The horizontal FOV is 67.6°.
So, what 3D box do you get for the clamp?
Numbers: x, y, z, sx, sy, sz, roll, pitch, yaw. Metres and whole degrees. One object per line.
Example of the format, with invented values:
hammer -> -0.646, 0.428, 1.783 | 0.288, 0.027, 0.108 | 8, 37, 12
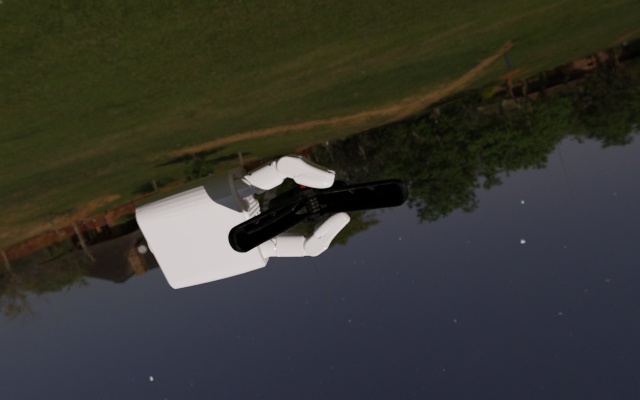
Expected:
clamp -> 0.000, 0.002, 0.506 | 0.164, 0.036, 0.210 | -15, 7, 3
